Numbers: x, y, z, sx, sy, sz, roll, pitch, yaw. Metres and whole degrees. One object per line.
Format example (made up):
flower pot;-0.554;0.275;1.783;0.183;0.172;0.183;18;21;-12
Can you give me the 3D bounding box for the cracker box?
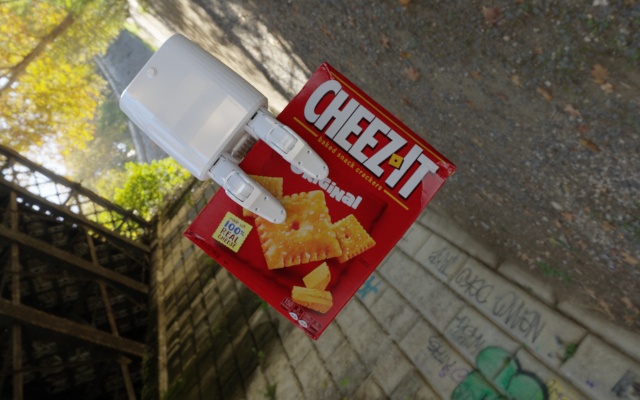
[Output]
cracker box;0.000;0.002;0.470;0.164;0.213;0.072;39;1;3
